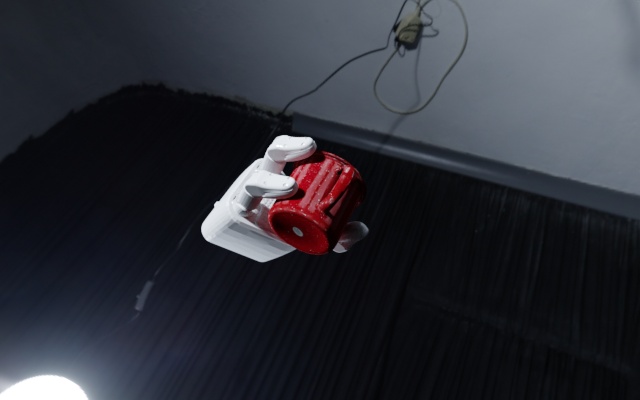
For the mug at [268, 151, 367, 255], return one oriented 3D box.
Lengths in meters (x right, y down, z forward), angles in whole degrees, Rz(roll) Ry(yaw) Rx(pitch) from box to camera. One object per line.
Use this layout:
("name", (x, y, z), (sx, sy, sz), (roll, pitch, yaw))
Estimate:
("mug", (0.001, 0.001, 0.521), (0.093, 0.081, 0.117), (37, -34, -12))
